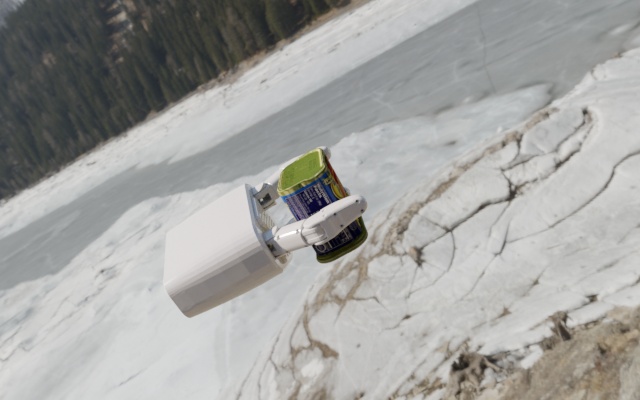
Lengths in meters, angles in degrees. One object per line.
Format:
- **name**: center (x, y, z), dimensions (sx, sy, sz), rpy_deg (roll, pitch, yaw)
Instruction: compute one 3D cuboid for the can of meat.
- **can of meat**: center (0.000, 0.001, 0.487), dimensions (0.057, 0.084, 0.102), rpy_deg (-29, 18, 7)
